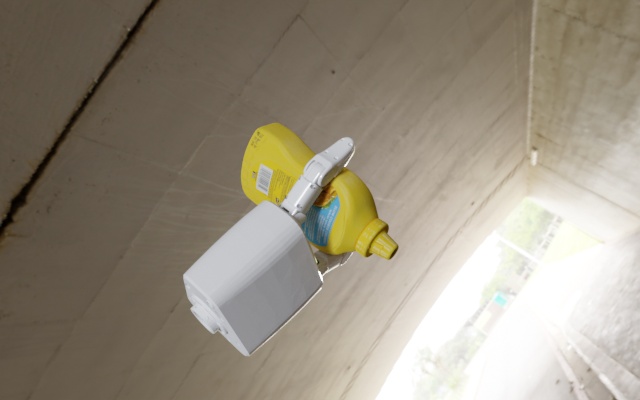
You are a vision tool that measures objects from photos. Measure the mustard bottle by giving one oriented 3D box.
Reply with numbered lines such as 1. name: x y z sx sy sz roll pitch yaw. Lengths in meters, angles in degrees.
1. mustard bottle: 0.000 0.001 0.506 0.191 0.096 0.058 35 37 24
